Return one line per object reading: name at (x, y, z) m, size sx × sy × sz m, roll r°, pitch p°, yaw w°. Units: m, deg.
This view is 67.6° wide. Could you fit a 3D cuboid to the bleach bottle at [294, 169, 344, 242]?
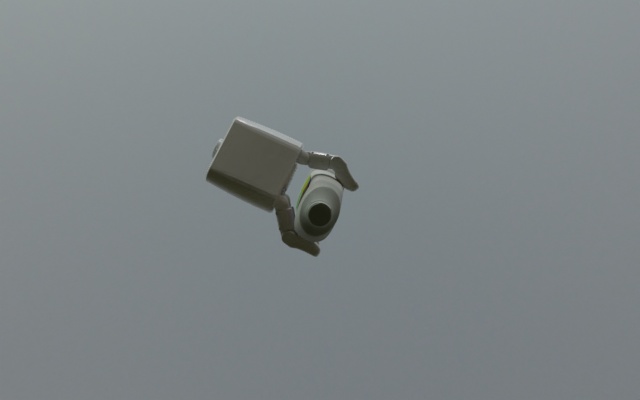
bleach bottle at (0.000, 0.002, 0.694) m, size 0.068 × 0.102 × 0.251 m, roll 23°, pitch 2°, yaw -2°
